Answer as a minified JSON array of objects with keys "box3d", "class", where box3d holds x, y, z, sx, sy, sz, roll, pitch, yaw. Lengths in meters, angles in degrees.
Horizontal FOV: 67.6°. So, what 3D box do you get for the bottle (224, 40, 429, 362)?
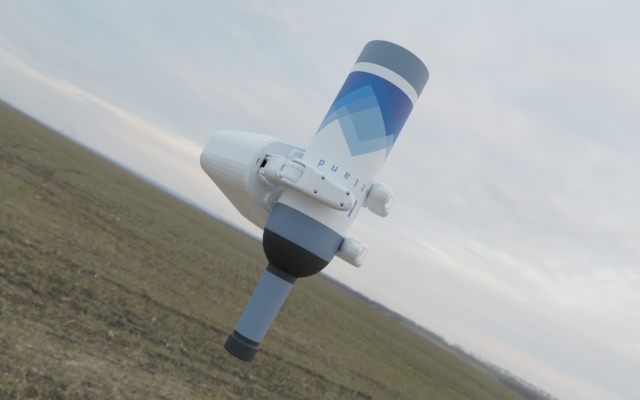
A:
[{"box3d":[0.000,0.001,0.421,0.069,0.295,0.069,28,-7,4],"class":"bottle"}]
